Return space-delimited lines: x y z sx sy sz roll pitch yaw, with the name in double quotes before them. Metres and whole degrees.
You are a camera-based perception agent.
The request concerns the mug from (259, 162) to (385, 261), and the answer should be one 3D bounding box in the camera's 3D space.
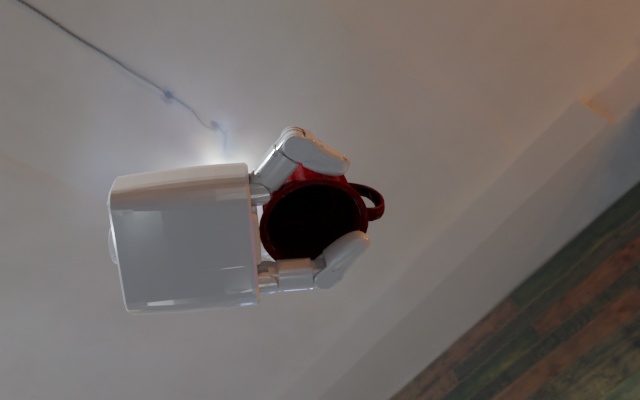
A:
"mug" 0.001 0.001 0.435 0.117 0.093 0.081 -5 31 -9
